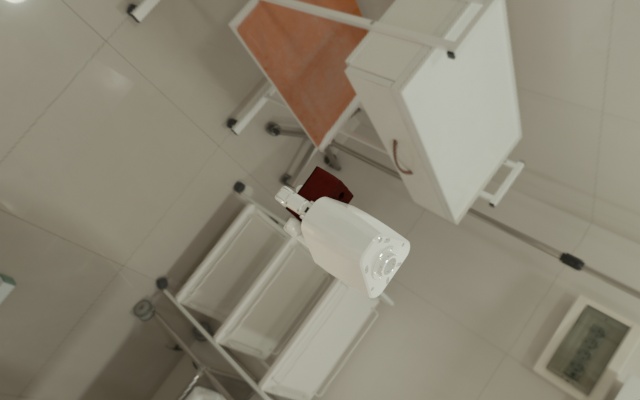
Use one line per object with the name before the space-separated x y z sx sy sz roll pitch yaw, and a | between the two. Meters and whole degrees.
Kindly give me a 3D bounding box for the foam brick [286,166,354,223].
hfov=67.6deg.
foam brick | 0.000 0.002 0.686 0.051 0.078 0.053 30 -9 36
